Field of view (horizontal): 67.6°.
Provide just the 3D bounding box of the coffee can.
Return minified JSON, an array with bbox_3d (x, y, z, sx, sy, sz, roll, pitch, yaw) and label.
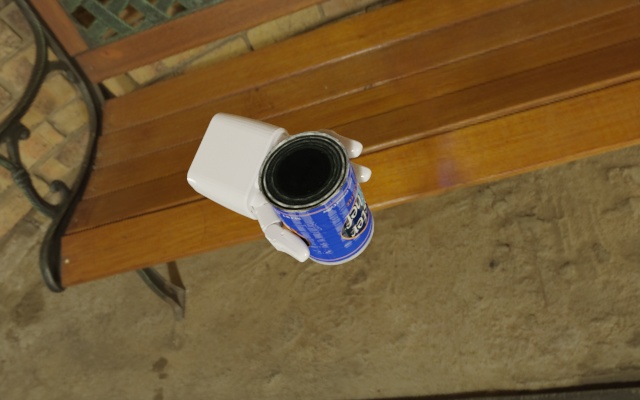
[{"bbox_3d":[0.000,0.002,0.564,0.103,0.102,0.140,0,-30,18],"label":"coffee can"}]
